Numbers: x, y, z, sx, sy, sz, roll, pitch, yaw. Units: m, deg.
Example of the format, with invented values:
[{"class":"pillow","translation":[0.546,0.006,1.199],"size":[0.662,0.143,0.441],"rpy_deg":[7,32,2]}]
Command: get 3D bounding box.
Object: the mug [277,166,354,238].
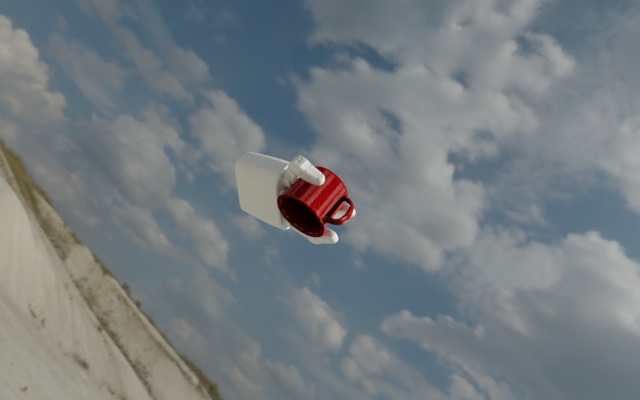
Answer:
[{"class":"mug","translation":[0.001,0.003,0.764],"size":[0.117,0.093,0.081],"rpy_deg":[20,55,32]}]
